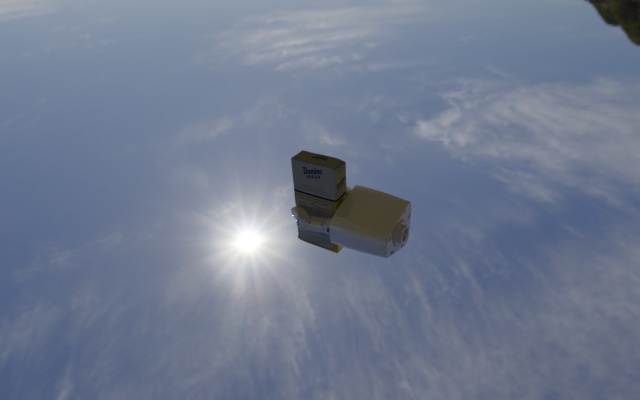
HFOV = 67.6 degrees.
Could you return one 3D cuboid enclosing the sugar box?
[{"bbox_3d":[0.001,0.003,0.867,0.093,0.176,0.048,17,35,28],"label":"sugar box"}]
